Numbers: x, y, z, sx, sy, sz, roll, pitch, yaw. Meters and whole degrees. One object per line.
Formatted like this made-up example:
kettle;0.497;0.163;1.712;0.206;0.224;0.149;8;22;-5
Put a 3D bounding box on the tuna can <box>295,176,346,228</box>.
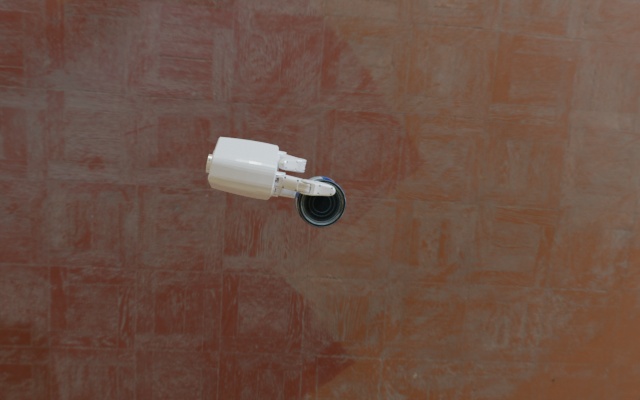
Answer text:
tuna can;0.000;0.003;0.820;0.086;0.086;0.033;0;9;-10
